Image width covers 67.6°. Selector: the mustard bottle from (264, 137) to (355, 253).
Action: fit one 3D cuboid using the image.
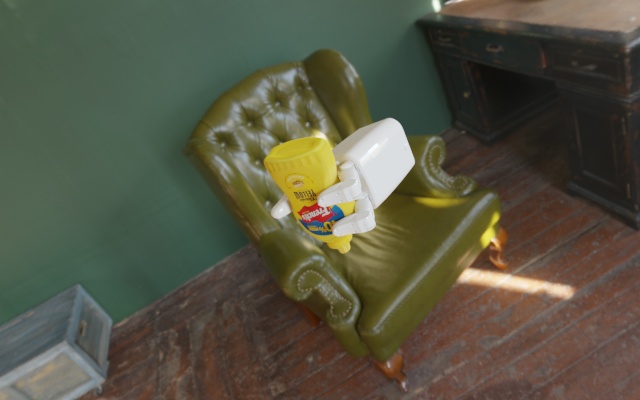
[{"bbox_3d":[0.000,0.002,0.695,0.096,0.192,0.058,-8,35,30],"label":"mustard bottle"}]
